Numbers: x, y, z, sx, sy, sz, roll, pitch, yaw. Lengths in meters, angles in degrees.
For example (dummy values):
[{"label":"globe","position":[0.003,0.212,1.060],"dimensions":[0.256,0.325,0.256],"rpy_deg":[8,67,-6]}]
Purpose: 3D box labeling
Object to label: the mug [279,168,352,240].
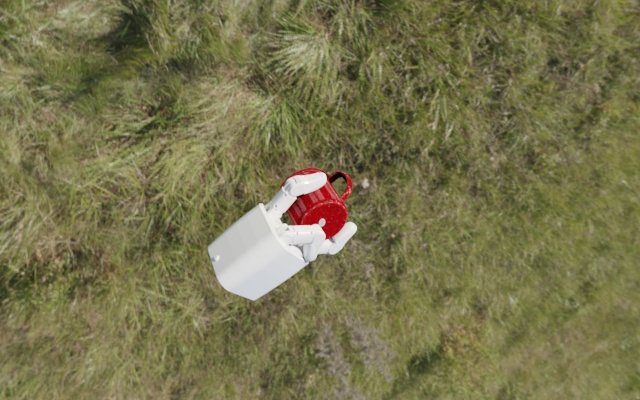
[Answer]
[{"label":"mug","position":[0.001,0.002,0.737],"dimensions":[0.093,0.117,0.081],"rpy_deg":[48,6,-44]}]
